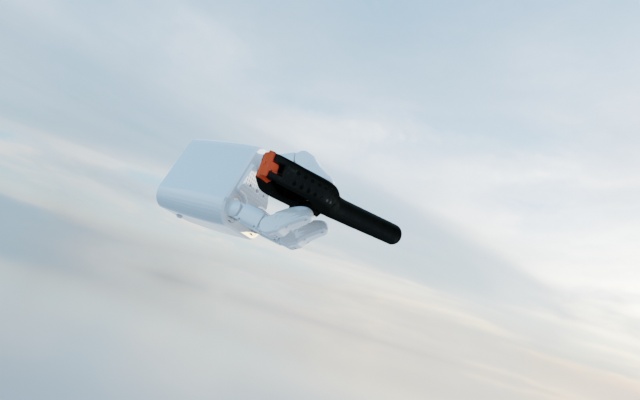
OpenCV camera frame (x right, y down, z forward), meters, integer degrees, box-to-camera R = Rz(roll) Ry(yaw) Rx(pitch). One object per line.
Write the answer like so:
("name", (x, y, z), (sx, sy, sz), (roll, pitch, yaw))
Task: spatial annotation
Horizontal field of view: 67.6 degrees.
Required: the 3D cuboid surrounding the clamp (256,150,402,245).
("clamp", (0.000, 0.001, 0.549), (0.164, 0.036, 0.210), (12, -14, 24))
